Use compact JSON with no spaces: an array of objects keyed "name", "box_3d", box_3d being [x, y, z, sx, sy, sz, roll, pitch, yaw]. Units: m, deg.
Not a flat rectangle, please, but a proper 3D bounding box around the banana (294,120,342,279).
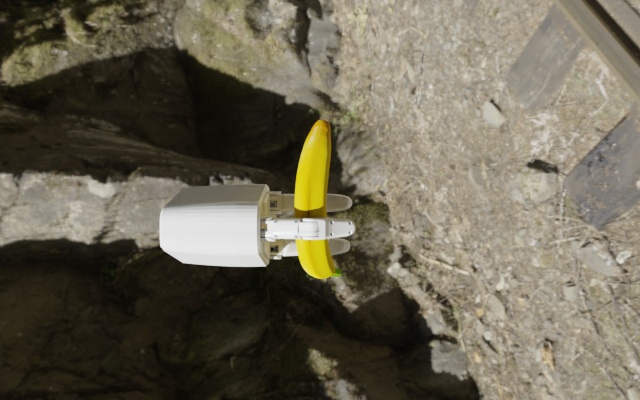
[{"name":"banana","box_3d":[-0.006,0.011,0.541,0.037,0.198,0.069,4,21,18]}]
